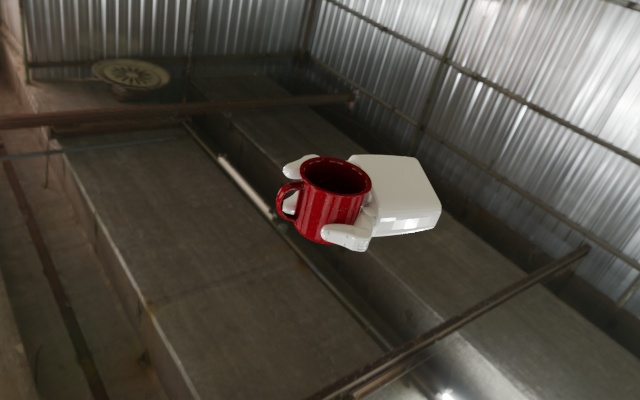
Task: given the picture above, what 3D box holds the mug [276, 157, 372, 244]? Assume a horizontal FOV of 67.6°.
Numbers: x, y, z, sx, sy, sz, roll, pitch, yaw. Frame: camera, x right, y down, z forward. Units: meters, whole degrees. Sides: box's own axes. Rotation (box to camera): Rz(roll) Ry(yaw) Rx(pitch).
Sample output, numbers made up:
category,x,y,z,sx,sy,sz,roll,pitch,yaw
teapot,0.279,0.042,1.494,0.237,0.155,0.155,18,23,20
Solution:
category,x,y,z,sx,sy,sz,roll,pitch,yaw
mug,-0.001,0.002,0.609,0.117,0.081,0.093,-2,36,-25
